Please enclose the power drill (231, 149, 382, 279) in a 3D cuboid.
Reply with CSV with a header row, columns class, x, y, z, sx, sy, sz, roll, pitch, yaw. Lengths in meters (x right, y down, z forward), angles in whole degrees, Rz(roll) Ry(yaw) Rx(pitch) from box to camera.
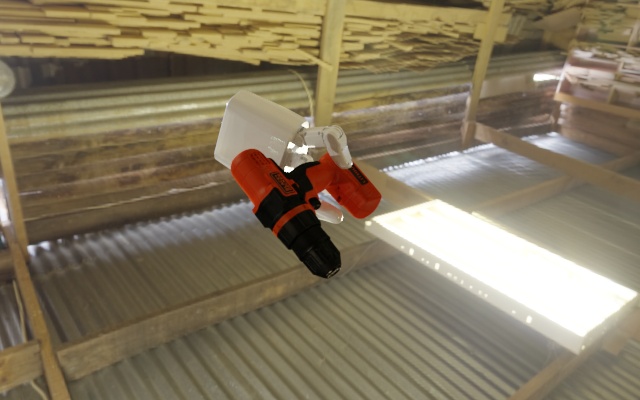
class,x,y,z,sx,sy,sz,roll,pitch,yaw
power drill,0.000,0.002,0.606,0.187,0.184,0.057,-15,-29,-53
